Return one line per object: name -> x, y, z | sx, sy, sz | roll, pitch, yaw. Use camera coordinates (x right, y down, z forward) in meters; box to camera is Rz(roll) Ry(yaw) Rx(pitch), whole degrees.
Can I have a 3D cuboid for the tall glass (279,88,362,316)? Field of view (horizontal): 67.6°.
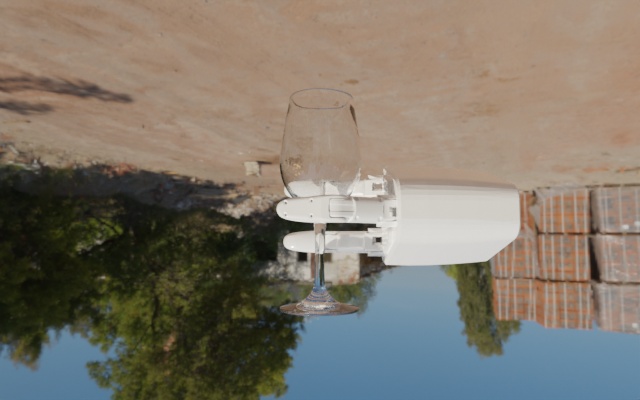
tall glass -> 0.000, 0.002, 0.448 | 0.079, 0.201, 0.079 | 0, -5, 0
